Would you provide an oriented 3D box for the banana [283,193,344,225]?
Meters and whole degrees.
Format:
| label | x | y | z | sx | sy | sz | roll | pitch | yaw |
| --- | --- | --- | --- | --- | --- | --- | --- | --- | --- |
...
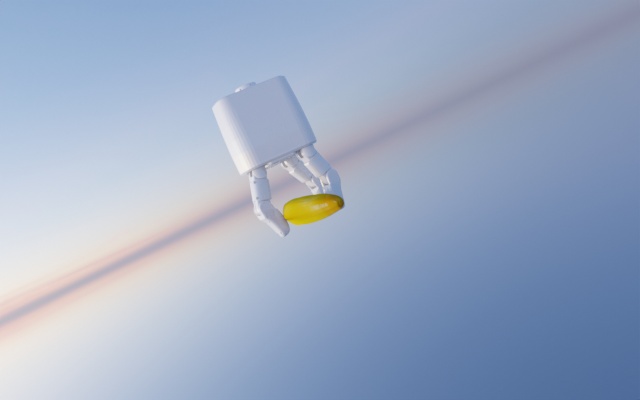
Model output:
| label | x | y | z | sx | sy | sz | roll | pitch | yaw |
| --- | --- | --- | --- | --- | --- | --- | --- | --- | --- |
| banana | -0.017 | 0.010 | 0.651 | 0.069 | 0.037 | 0.198 | -24 | 2 | -6 |
